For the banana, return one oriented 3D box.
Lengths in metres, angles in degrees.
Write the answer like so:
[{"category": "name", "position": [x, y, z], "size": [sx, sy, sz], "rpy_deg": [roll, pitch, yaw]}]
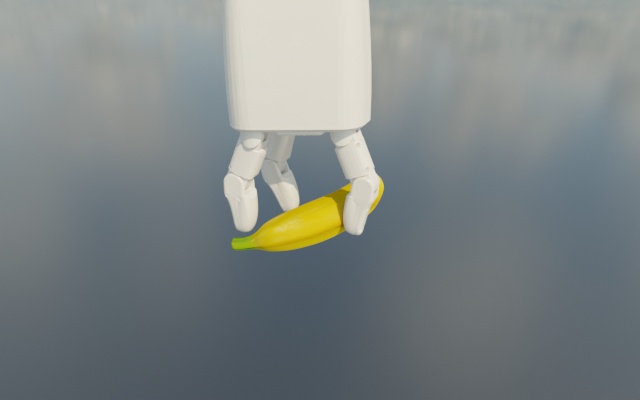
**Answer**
[{"category": "banana", "position": [0.010, 0.007, 0.470], "size": [0.197, 0.037, 0.069], "rpy_deg": [-23, 27, -38]}]
